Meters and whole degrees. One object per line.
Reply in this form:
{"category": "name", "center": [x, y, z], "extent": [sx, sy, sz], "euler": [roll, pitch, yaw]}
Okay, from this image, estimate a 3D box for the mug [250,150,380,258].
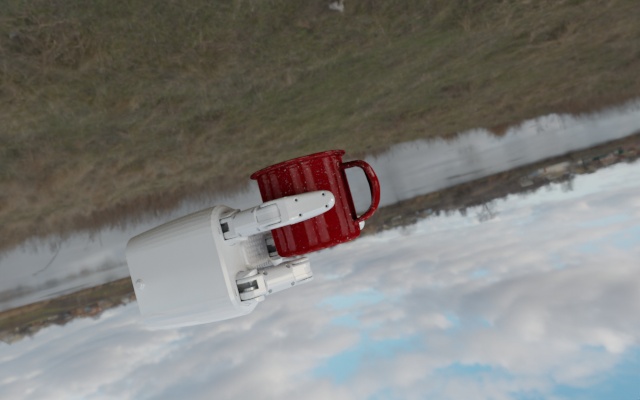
{"category": "mug", "center": [0.001, 0.001, 0.443], "extent": [0.117, 0.081, 0.093], "euler": [-16, -2, 21]}
